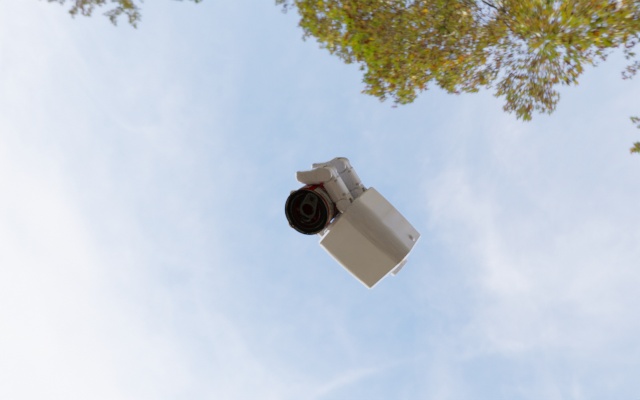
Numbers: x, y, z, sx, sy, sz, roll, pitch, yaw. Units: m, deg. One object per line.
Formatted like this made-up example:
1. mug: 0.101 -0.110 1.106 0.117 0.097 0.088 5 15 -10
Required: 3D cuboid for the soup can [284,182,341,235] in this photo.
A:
1. soup can: 0.000 0.002 0.709 0.068 0.068 0.102 0 17 25
